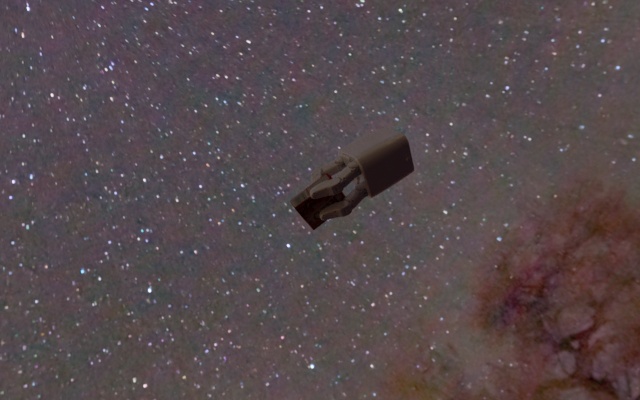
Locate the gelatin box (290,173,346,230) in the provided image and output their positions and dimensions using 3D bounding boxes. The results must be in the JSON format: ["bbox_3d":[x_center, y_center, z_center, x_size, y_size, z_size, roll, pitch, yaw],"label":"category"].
[{"bbox_3d":[0.000,0.003,0.893,0.073,0.089,0.030,51,3,-40],"label":"gelatin box"}]
